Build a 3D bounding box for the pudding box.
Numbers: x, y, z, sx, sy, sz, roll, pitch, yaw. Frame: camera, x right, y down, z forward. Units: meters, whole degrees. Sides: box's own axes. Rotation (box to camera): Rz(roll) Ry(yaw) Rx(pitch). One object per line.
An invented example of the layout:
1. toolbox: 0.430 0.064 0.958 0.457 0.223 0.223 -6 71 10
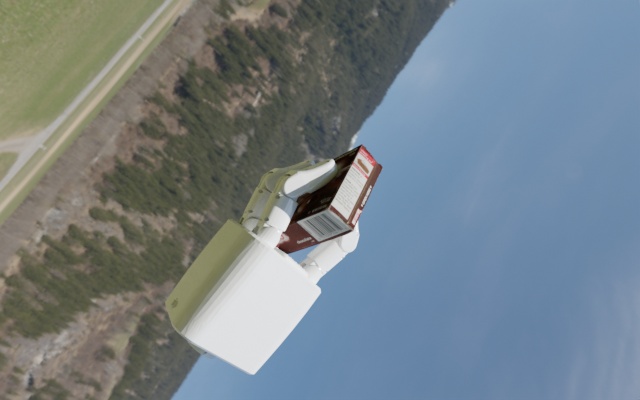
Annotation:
1. pudding box: 0.000 0.002 0.482 0.039 0.090 0.113 45 -40 -22
